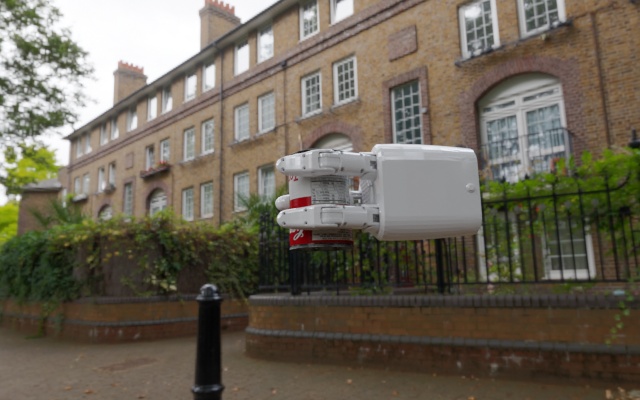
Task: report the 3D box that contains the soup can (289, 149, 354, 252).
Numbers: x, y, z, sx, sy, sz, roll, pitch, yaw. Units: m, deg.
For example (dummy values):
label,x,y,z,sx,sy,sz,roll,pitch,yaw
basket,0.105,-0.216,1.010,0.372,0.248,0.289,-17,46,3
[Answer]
label,x,y,z,sx,sy,sz,roll,pitch,yaw
soup can,0.000,0.001,0.512,0.068,0.102,0.068,-2,-9,0
